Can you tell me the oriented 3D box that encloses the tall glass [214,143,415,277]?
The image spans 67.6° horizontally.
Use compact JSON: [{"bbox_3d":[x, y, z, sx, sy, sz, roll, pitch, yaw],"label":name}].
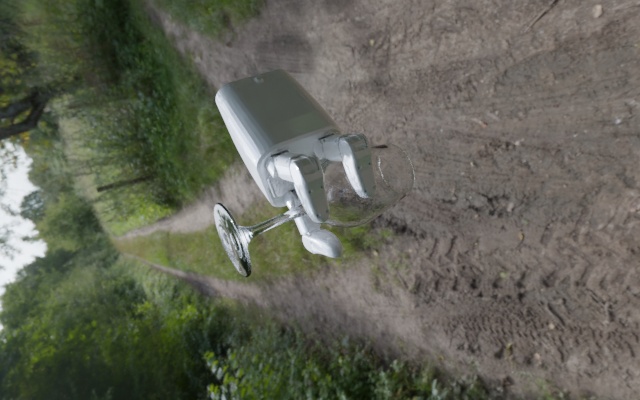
[{"bbox_3d":[0.000,0.002,0.482,0.201,0.079,0.079,-23,10,-25],"label":"tall glass"}]
